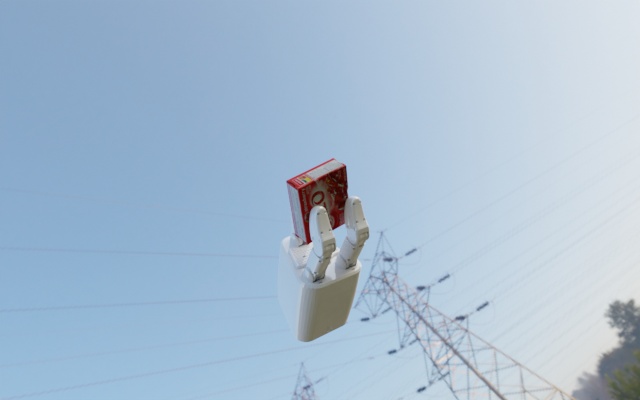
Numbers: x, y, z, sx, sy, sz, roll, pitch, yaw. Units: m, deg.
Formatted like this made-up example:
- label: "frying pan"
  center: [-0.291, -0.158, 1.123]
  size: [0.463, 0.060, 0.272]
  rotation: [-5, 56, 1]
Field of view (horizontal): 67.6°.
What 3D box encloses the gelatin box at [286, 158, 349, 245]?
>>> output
- label: "gelatin box"
  center: [0.000, 0.001, 0.596]
  size: [0.073, 0.089, 0.030]
  rotation: [-27, 40, -26]
